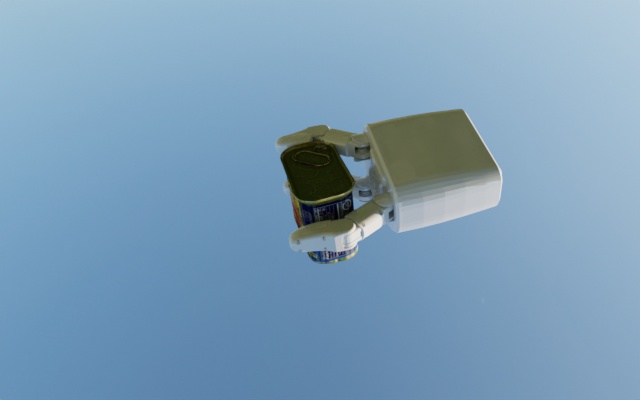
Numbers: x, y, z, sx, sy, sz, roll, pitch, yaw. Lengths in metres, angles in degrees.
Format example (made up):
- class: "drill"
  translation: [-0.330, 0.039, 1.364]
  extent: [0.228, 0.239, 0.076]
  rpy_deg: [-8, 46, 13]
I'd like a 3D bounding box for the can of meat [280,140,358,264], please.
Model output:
- class: "can of meat"
  translation: [0.000, 0.002, 0.481]
  extent: [0.057, 0.084, 0.102]
  rpy_deg: [-15, 37, -8]
